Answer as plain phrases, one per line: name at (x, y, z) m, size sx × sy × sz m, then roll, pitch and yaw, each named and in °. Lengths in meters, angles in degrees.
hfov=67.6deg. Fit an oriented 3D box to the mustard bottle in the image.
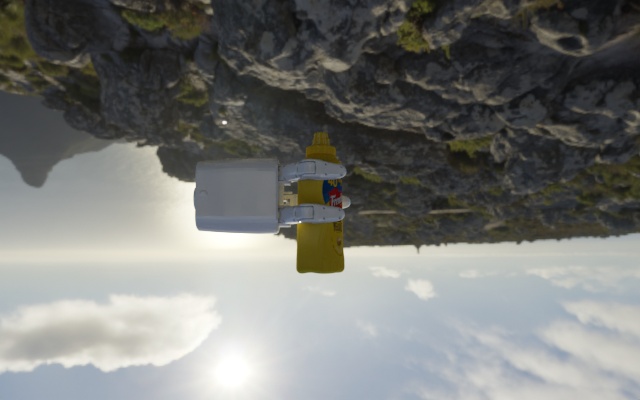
mustard bottle at (0.000, 0.002, 0.649) m, size 0.058 × 0.191 × 0.096 m, roll -3°, pitch -7°, yaw 22°
